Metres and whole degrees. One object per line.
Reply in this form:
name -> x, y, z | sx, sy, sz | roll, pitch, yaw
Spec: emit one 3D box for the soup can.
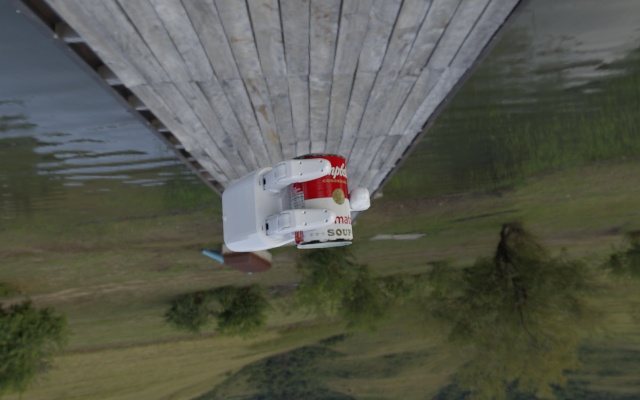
soup can -> 0.000, 0.002, 0.558 | 0.068, 0.102, 0.068 | -4, -10, -1
